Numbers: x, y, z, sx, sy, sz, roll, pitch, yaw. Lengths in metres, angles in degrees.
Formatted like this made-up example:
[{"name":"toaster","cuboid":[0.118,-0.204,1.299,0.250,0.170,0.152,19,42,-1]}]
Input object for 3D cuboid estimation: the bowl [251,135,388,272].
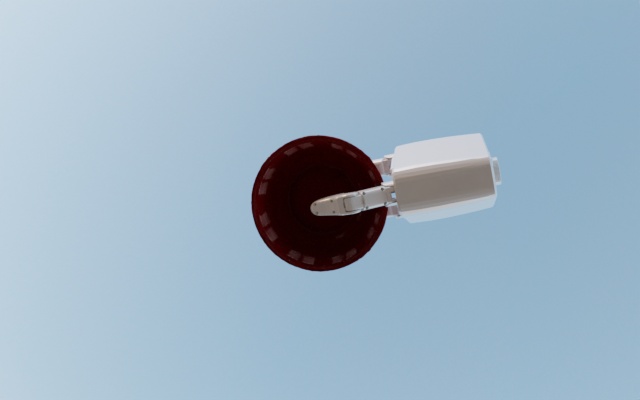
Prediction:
[{"name":"bowl","cuboid":[-0.001,0.002,0.584,0.162,0.162,0.055,0,7,6]}]
